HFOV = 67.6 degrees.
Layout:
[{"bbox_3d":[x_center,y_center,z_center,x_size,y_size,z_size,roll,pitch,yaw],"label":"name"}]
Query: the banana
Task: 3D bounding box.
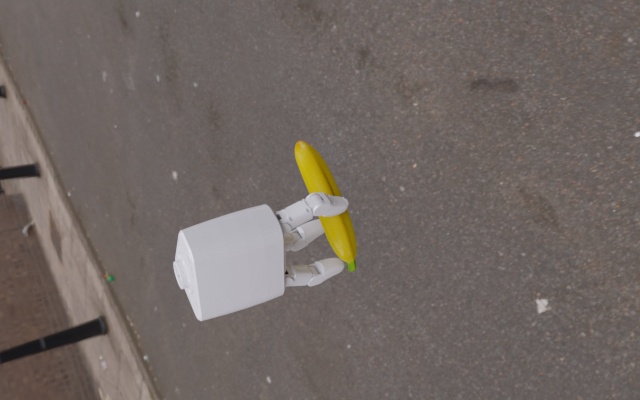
[{"bbox_3d":[0.005,0.000,0.635,0.037,0.197,0.070,-17,-12,-17],"label":"banana"}]
